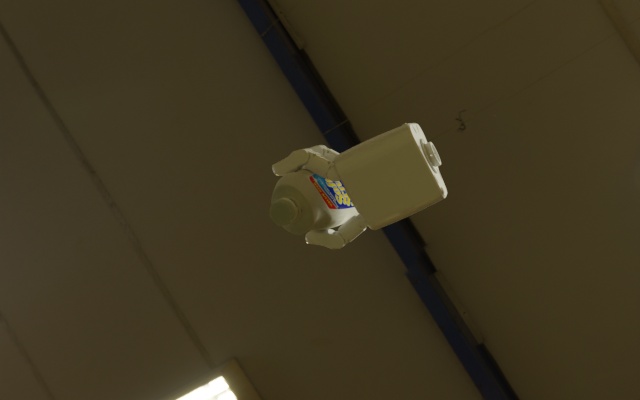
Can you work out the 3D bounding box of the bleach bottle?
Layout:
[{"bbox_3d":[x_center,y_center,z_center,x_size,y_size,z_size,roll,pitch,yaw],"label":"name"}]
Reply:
[{"bbox_3d":[0.000,0.002,0.664,0.068,0.102,0.251,-26,0,22],"label":"bleach bottle"}]
